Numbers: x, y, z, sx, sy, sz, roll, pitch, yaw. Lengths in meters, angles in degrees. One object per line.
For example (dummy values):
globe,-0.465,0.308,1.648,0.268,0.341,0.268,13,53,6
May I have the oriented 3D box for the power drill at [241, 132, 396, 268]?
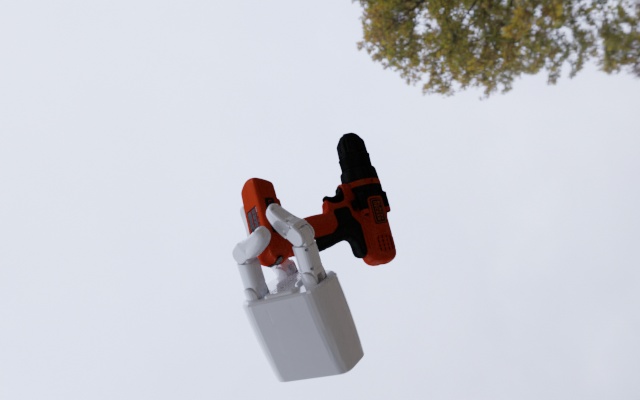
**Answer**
power drill,0.000,0.002,0.602,0.187,0.184,0.057,-7,-17,-27
